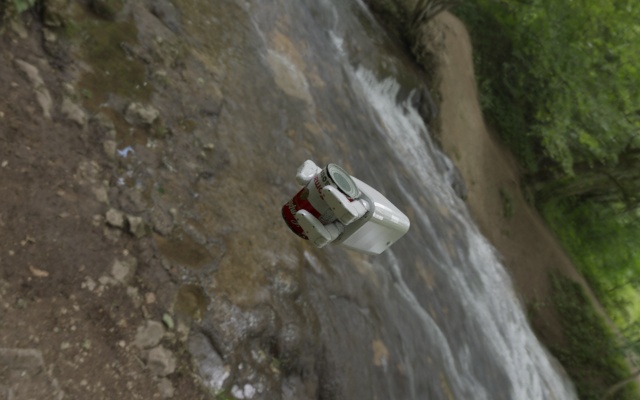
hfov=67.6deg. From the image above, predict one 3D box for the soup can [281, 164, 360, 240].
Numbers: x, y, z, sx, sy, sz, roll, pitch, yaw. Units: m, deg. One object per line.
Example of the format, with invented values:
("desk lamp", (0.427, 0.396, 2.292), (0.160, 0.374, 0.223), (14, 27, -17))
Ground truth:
("soup can", (0.000, 0.002, 0.710), (0.102, 0.068, 0.068), (-42, -20, 24))
